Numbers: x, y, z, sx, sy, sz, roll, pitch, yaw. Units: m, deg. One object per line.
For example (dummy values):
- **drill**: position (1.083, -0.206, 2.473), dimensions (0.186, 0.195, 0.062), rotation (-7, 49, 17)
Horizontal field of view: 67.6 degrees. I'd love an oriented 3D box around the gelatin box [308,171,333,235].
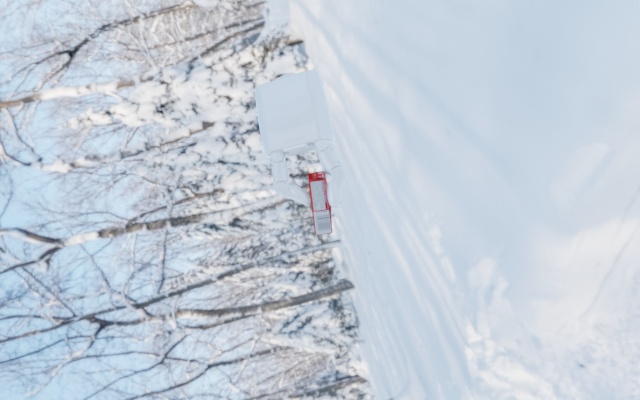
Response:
- **gelatin box**: position (0.000, 0.003, 0.754), dimensions (0.030, 0.089, 0.073), rotation (-7, 11, 0)
